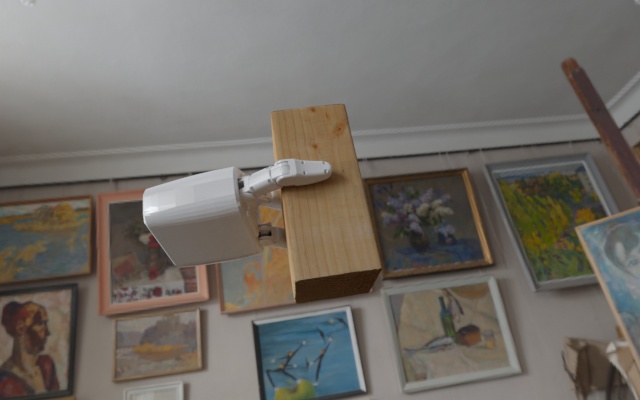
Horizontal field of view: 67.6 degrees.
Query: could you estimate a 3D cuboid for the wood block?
[{"bbox_3d":[0.000,0.002,0.551,0.090,0.206,0.091,-7,-25,-7],"label":"wood block"}]
